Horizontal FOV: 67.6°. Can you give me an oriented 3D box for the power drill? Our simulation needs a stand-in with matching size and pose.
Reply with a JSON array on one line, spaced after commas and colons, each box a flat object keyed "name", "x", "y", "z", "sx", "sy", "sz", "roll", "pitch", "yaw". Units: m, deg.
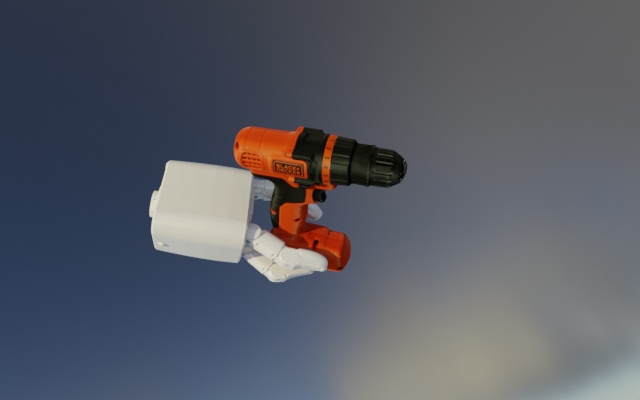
[{"name": "power drill", "x": 0.000, "y": 0.002, "z": 0.552, "sx": 0.184, "sy": 0.188, "sz": 0.057, "roll": 11, "pitch": 45, "yaw": 13}]
